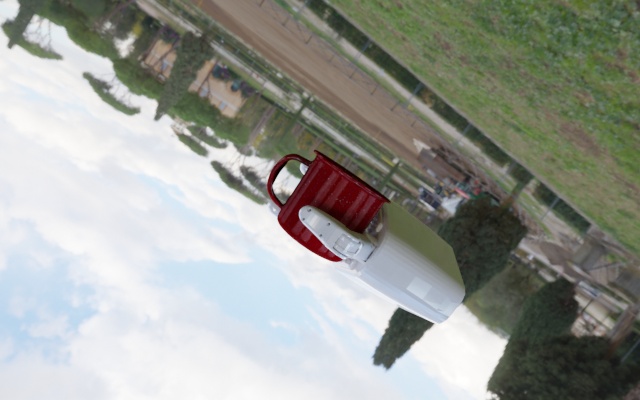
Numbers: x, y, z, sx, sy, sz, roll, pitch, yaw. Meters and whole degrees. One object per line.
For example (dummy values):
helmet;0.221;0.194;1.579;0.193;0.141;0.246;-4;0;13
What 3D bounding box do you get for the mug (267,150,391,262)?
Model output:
mug;-0.001;0.001;0.479;0.117;0.081;0.093;33;7;-11
